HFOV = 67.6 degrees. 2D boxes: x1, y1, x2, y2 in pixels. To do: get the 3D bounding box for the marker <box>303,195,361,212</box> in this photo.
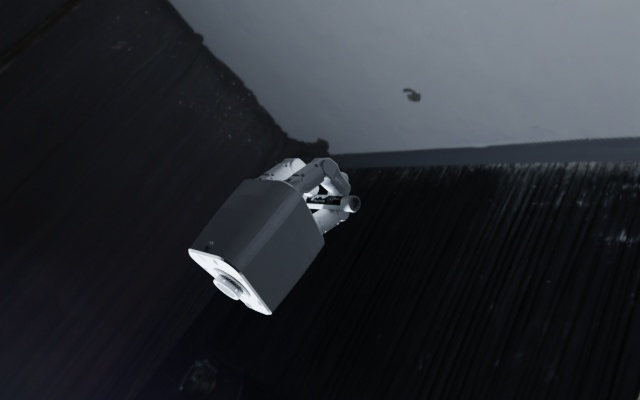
[{"bbox_3d":[0.000,0.002,0.593,0.020,0.020,0.121,0,2,-41],"label":"marker"}]
